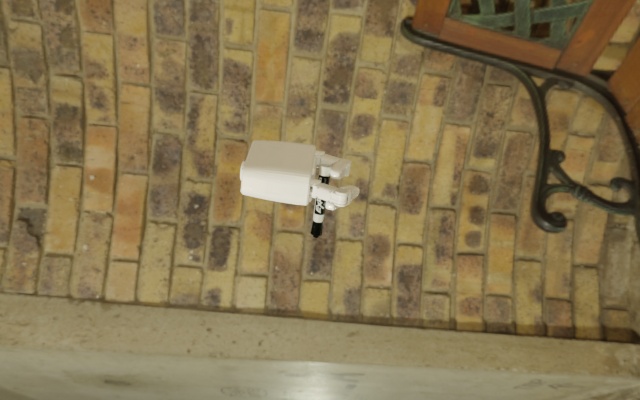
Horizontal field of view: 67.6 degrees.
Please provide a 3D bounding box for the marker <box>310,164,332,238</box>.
[{"bbox_3d":[0.000,0.002,0.754,0.020,0.121,0.020,7,19,-2],"label":"marker"}]
